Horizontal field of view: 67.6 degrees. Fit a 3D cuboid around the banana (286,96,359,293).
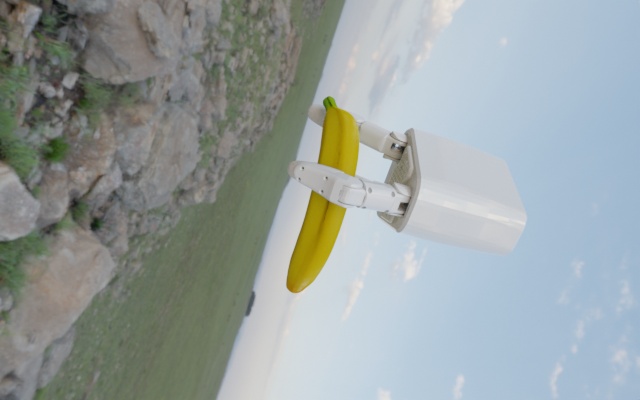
[{"bbox_3d":[0.004,0.000,0.447,0.037,0.198,0.069,13,3,-11],"label":"banana"}]
